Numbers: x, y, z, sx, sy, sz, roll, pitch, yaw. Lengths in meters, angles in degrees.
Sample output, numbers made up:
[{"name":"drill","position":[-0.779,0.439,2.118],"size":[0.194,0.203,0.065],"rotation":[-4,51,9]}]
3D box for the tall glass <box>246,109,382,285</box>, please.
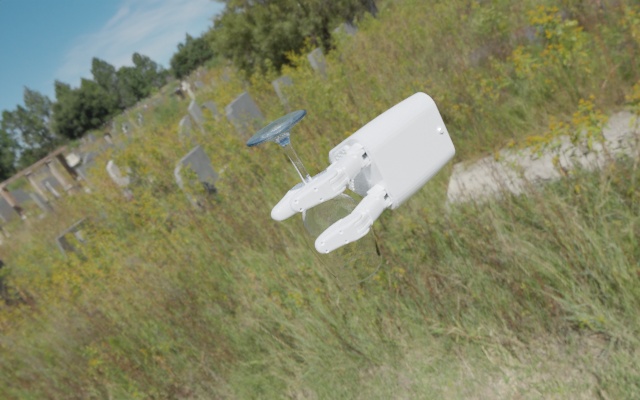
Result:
[{"name":"tall glass","position":[0.000,0.001,0.545],"size":[0.079,0.201,0.079],"rotation":[-26,21,11]}]
